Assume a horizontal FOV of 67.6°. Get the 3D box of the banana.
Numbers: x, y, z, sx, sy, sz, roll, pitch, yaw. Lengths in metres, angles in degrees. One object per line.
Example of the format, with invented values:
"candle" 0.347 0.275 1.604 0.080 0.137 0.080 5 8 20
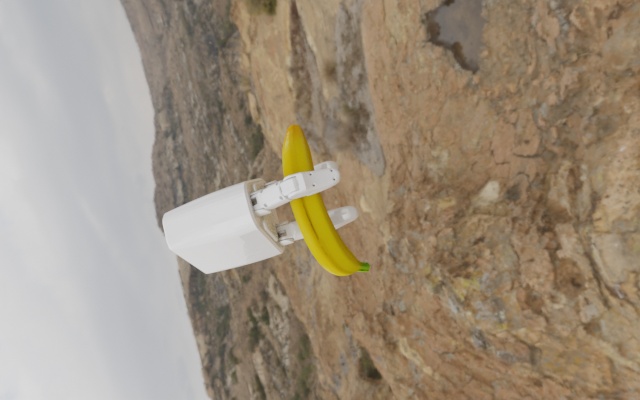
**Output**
"banana" -0.005 0.011 0.545 0.037 0.198 0.069 -21 10 25
